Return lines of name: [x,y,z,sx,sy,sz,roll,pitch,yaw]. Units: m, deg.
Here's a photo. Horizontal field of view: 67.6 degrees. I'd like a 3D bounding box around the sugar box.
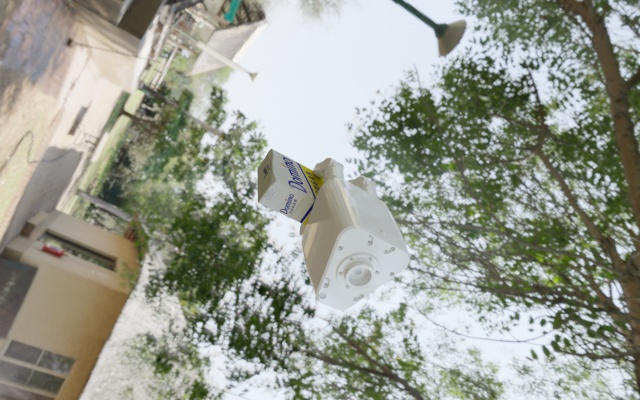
sugar box: [0.001,0.002,0.645,0.176,0.048,0.093,29,23,-23]
